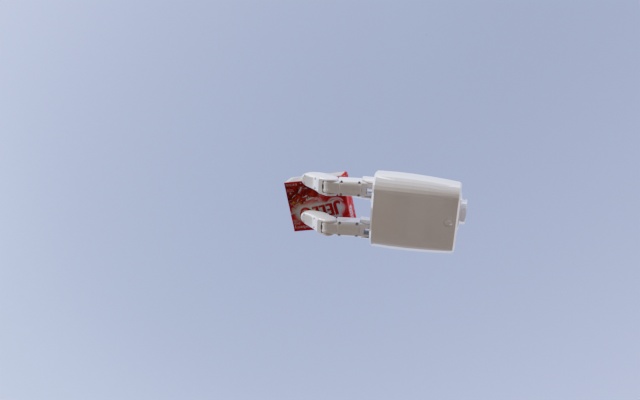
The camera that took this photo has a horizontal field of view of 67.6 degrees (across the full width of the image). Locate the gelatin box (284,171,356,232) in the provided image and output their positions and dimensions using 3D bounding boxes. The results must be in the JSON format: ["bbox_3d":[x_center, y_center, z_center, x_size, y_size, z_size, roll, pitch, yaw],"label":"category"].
[{"bbox_3d":[0.000,0.002,0.660,0.089,0.073,0.030,-5,16,22],"label":"gelatin box"}]
